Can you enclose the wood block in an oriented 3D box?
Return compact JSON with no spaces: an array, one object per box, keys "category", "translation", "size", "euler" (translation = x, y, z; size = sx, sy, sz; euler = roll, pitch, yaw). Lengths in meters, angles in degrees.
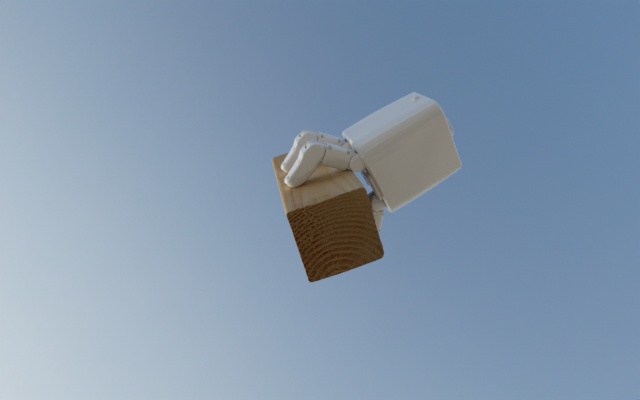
[{"category":"wood block","translation":[0.001,0.002,0.598],"size":[0.090,0.091,0.206],"euler":[-19,23,-2]}]
